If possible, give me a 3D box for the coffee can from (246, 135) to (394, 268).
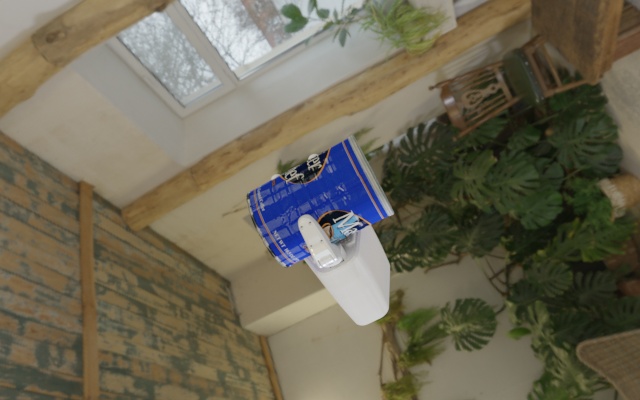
[{"bbox_3d":[0.000,0.002,0.558,0.140,0.103,0.103,-28,-4,8],"label":"coffee can"}]
